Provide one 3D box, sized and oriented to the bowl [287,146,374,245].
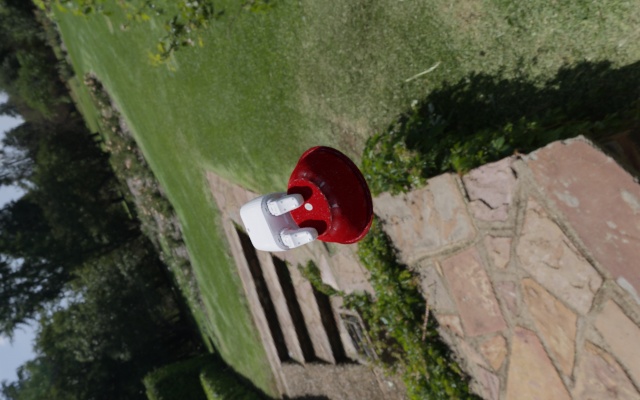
[{"bbox_3d":[0.000,0.002,0.717,0.162,0.162,0.055,0,20,46],"label":"bowl"}]
